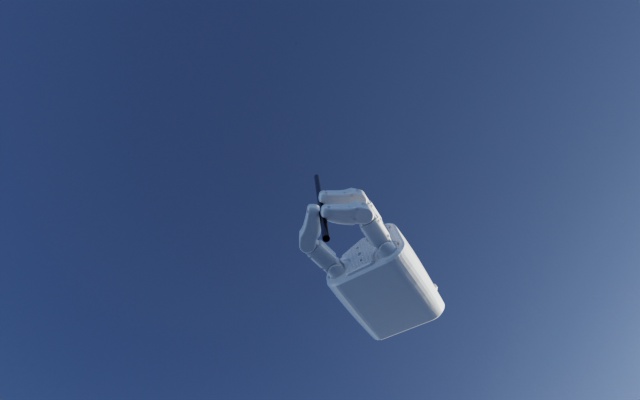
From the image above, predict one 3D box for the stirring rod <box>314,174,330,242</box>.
[{"bbox_3d":[0.000,0.002,0.609,0.011,0.011,0.239,0,18,-3],"label":"stirring rod"}]
